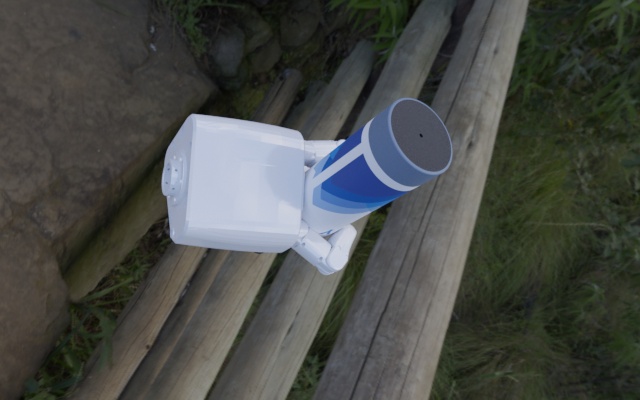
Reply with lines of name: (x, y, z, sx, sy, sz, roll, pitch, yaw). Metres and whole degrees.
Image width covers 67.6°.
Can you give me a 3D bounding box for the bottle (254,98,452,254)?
bottle: (0.000, 0.002, 0.480, 0.069, 0.069, 0.296, 0, -21, -34)
